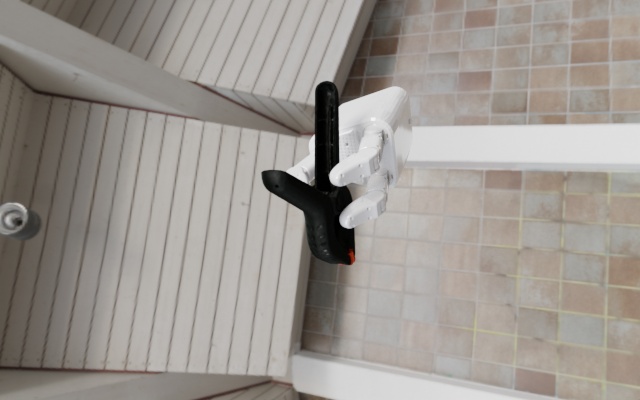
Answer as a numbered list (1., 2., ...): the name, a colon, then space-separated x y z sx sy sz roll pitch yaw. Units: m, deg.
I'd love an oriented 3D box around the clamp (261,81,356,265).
1. clamp: 0.000 0.002 0.508 0.036 0.210 0.164 3 36 24
